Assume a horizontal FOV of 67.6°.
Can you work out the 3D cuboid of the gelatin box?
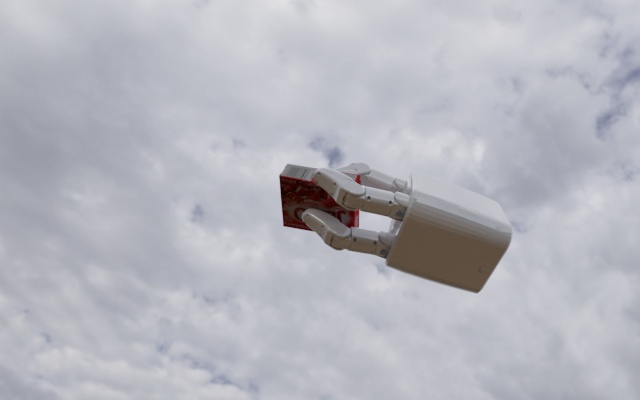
[{"bbox_3d":[0.000,0.001,0.541,0.089,0.073,0.030,10,39,15],"label":"gelatin box"}]
